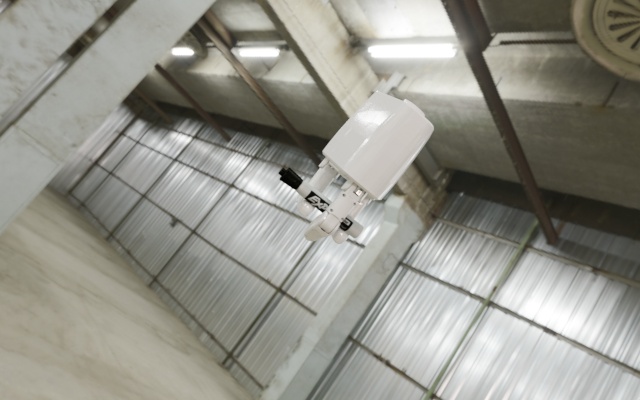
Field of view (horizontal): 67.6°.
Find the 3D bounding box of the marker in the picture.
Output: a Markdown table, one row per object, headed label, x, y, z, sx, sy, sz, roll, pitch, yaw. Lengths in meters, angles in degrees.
| label | x | y | z | sx | sy | sz | roll | pitch | yaw |
| --- | --- | --- | --- | --- | --- | --- | --- | --- | --- |
| marker | 0.000 | 0.002 | 0.565 | 0.121 | 0.020 | 0.020 | 39 | -9 | -11 |
